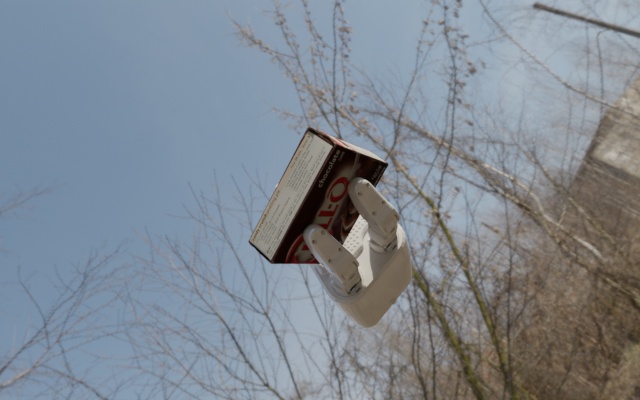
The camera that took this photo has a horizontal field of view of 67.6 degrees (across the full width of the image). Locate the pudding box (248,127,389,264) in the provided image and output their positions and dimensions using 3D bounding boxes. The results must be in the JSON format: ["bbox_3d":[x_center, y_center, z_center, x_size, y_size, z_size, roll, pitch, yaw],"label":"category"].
[{"bbox_3d":[0.000,0.001,0.414,0.039,0.113,0.090,34,13,32],"label":"pudding box"}]
